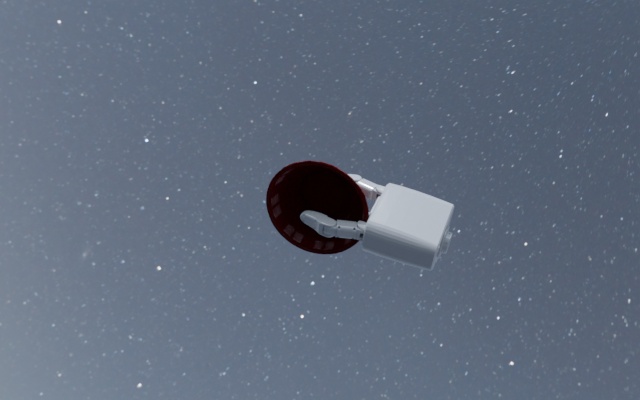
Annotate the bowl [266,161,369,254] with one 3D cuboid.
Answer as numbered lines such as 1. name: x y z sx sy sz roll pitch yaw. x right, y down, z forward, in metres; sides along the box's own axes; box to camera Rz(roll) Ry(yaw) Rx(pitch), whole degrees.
1. bowl: -0.001 0.002 0.740 0.162 0.162 0.055 0 29 17
